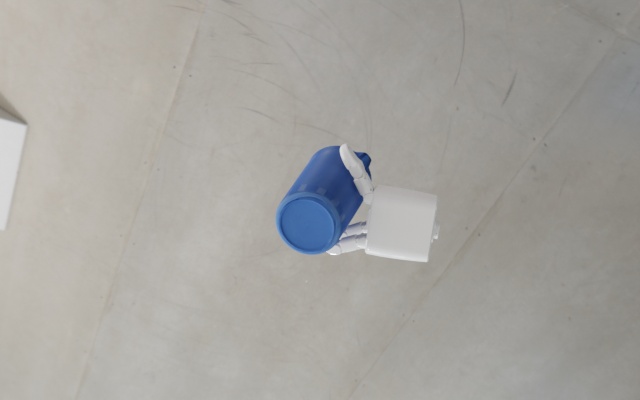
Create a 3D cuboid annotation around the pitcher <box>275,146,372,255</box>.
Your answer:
[{"bbox_3d":[0.000,0.003,0.840,0.145,0.149,0.242,10,23,11],"label":"pitcher"}]
